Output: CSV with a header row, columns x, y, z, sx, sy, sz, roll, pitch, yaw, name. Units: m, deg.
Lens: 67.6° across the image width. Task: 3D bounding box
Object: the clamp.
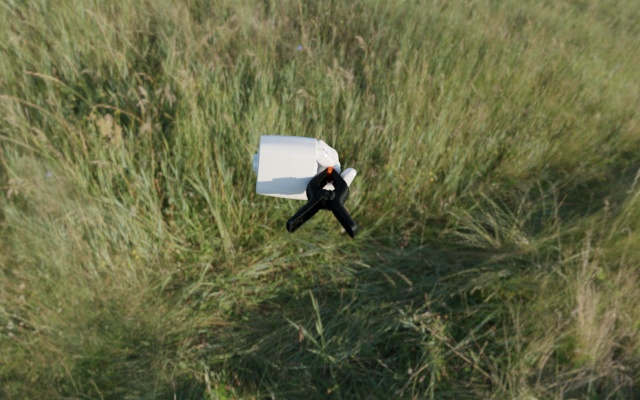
x,y,z,sx,sy,sz,roll,pitch,yaw,name
0.000,0.002,0.846,0.120,0.039,0.171,3,39,-5,clamp
